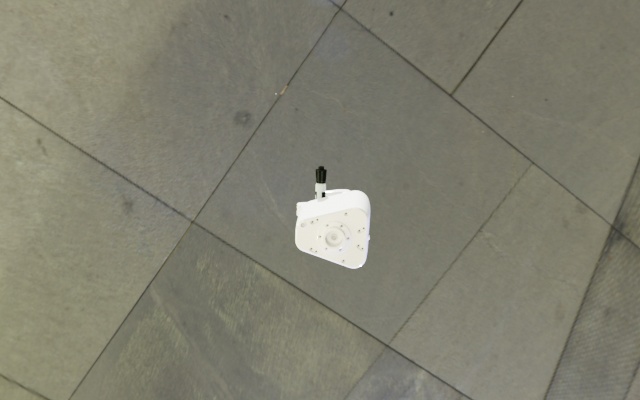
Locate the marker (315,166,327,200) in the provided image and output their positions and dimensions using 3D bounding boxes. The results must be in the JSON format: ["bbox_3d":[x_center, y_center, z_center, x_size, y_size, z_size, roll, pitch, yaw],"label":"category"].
[{"bbox_3d":[0.000,0.003,0.798,0.020,0.121,0.020,1,13,0],"label":"marker"}]
